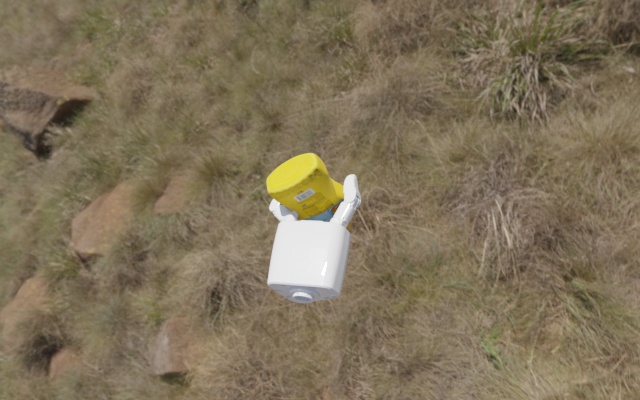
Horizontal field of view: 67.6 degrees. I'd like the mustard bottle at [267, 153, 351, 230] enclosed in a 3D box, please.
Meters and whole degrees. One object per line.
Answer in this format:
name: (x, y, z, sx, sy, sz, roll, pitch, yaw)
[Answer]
mustard bottle: (0.000, 0.002, 0.807, 0.096, 0.058, 0.192, -29, -42, 16)
